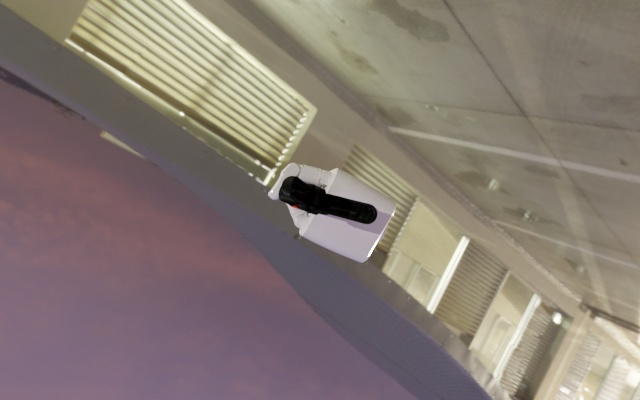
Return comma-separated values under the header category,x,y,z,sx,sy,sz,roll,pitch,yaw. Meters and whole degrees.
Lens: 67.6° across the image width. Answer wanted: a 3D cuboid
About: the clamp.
category,x,y,z,sx,sy,sz,roll,pitch,yaw
clamp,0.000,0.003,0.618,0.120,0.039,0.171,25,-3,-9
